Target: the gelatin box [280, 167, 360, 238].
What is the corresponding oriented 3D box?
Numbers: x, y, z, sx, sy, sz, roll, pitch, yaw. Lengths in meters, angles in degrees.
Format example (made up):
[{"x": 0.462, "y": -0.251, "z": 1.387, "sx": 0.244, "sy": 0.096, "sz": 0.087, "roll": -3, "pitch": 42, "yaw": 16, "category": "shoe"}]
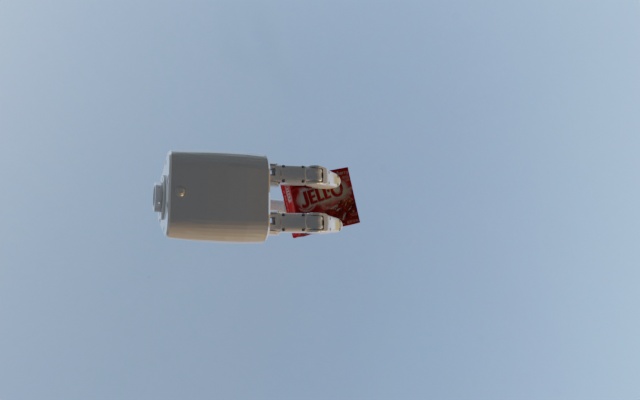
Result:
[{"x": 0.000, "y": 0.002, "z": 0.593, "sx": 0.089, "sy": 0.073, "sz": 0.030, "roll": -11, "pitch": -2, "yaw": -30, "category": "gelatin box"}]
